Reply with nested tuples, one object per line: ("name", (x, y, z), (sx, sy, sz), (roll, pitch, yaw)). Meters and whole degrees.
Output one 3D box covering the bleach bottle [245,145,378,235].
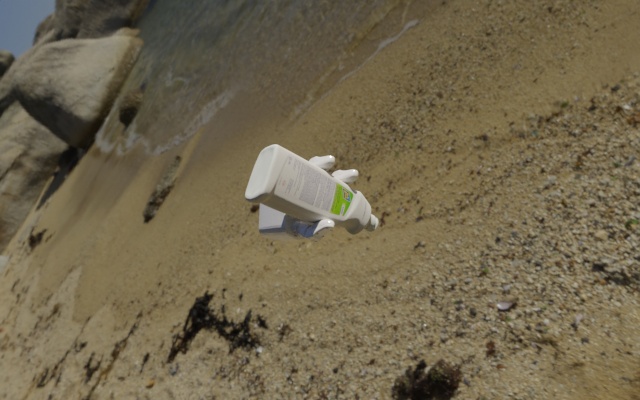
("bleach bottle", (0.000, 0.003, 0.819), (0.251, 0.102, 0.068), (28, -21, -31))
